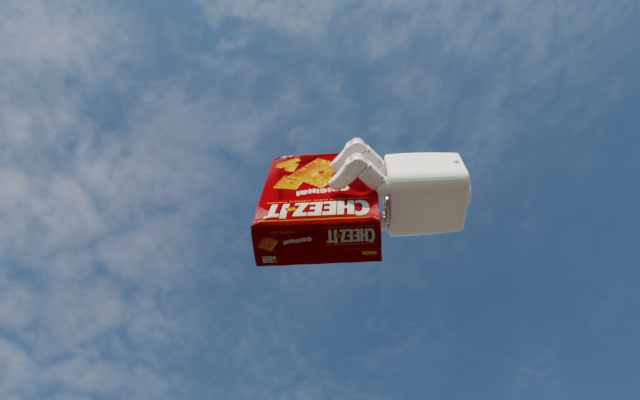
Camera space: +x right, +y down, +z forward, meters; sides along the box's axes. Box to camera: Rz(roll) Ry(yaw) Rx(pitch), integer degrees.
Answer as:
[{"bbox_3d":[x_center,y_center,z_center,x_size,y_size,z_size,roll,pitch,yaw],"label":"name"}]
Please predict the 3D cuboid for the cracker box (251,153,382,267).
[{"bbox_3d":[0.000,0.002,0.685,0.164,0.072,0.213,-3,28,5],"label":"cracker box"}]
